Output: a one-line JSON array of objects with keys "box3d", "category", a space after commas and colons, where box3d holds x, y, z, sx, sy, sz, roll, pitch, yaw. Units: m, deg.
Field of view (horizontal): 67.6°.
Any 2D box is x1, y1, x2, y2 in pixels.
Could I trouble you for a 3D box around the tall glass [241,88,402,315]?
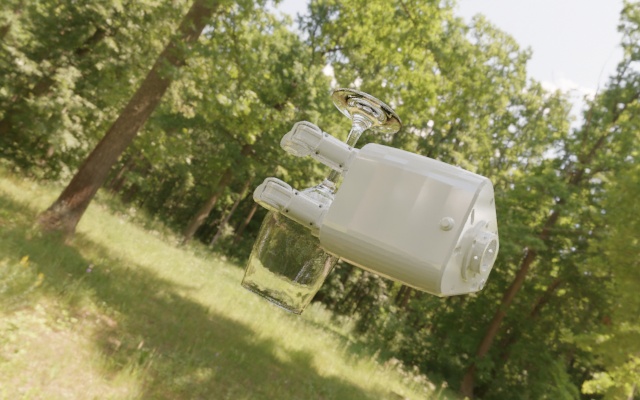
[{"box3d": [0.000, 0.001, 0.443, 0.079, 0.201, 0.079, 27, -9, 5], "category": "tall glass"}]
